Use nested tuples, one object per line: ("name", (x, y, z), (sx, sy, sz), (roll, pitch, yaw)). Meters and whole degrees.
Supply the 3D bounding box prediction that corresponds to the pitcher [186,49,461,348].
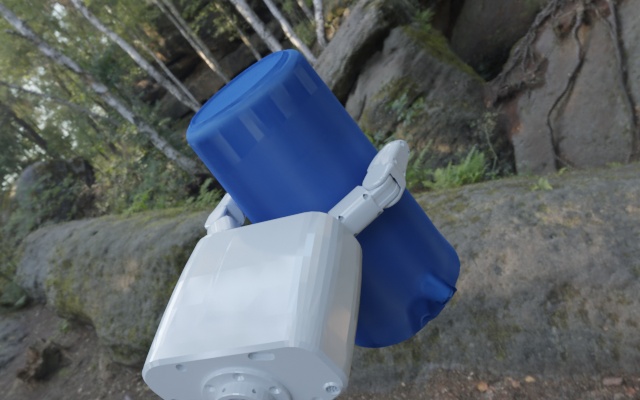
("pitcher", (0.000, 0.001, 0.413), (0.149, 0.243, 0.145), (-27, 27, 24))
